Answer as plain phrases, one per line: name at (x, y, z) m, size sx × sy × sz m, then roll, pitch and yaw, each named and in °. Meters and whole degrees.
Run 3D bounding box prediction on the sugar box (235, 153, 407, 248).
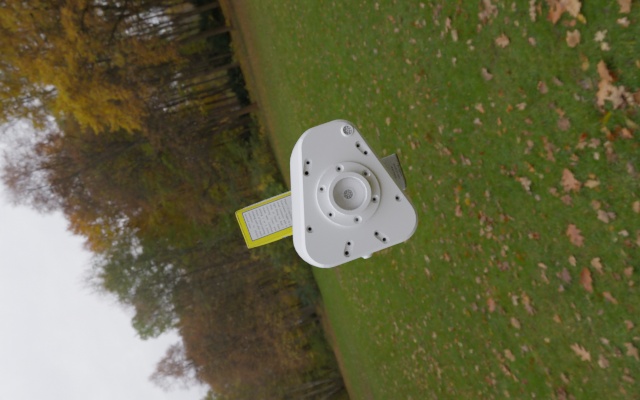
sugar box at (0.000, 0.002, 0.526) m, size 0.176 × 0.048 × 0.093 m, roll -18°, pitch -1°, yaw -4°
